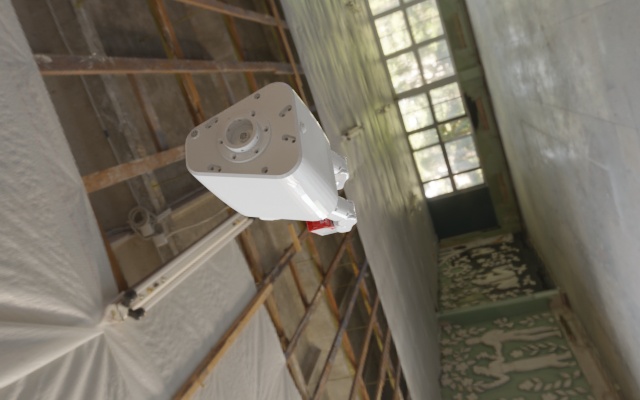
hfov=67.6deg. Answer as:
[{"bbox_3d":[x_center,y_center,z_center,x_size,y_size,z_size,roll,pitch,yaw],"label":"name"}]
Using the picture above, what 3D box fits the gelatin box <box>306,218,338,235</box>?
[{"bbox_3d":[0.000,0.002,0.578,0.030,0.073,0.089,-12,-9,8],"label":"gelatin box"}]
